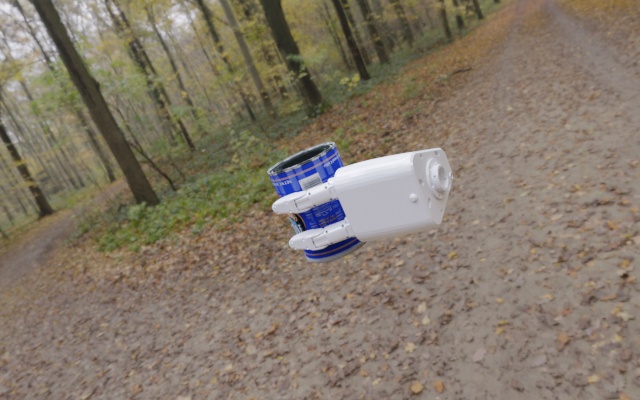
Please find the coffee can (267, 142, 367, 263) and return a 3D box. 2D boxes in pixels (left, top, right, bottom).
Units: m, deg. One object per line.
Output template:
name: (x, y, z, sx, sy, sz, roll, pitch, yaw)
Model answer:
coffee can: (0.000, 0.002, 0.674, 0.103, 0.140, 0.102, -22, 14, 6)
